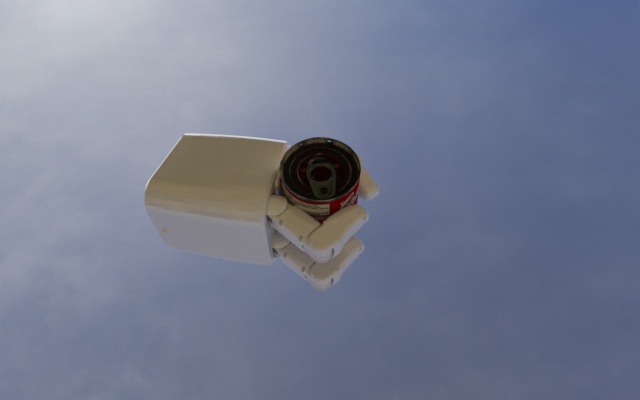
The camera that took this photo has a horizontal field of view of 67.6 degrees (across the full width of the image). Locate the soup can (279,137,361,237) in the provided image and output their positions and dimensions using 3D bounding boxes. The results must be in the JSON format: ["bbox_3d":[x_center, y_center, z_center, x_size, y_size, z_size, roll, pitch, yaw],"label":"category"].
[{"bbox_3d":[0.001,0.002,0.438,0.068,0.068,0.102,0,-35,0],"label":"soup can"}]
